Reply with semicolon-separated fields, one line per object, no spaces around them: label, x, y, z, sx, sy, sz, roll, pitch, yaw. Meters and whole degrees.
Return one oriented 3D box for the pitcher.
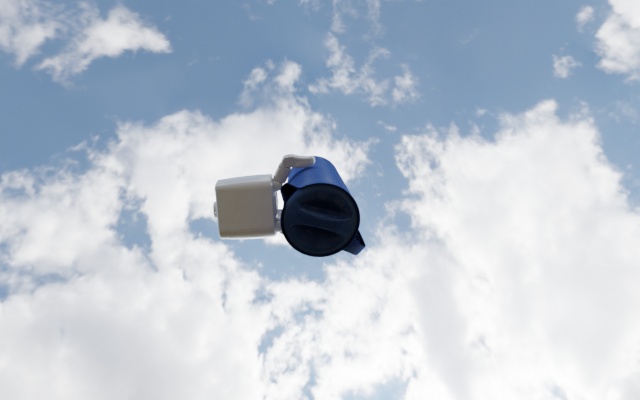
pitcher;0.000;0.003;0.897;0.145;0.149;0.242;-4;20;-2
